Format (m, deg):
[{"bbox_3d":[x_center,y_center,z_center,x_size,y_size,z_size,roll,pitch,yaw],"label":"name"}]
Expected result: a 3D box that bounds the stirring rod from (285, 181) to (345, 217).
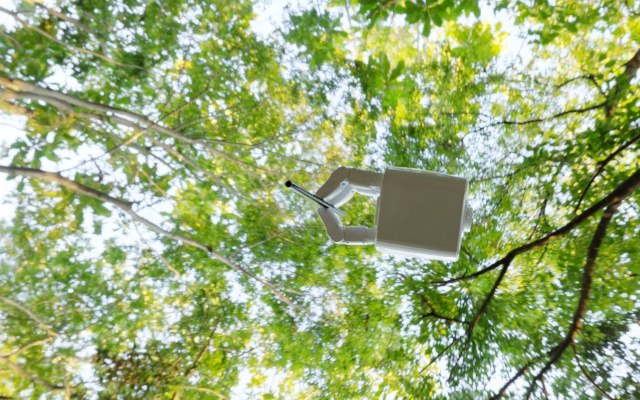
[{"bbox_3d":[0.000,0.002,0.633,0.011,0.011,0.239,0,-10,17],"label":"stirring rod"}]
